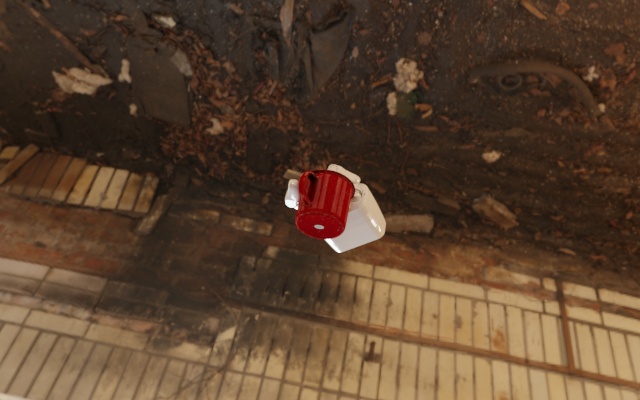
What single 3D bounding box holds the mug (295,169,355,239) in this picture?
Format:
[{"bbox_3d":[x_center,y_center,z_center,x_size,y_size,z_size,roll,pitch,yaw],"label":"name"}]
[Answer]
[{"bbox_3d":[-0.001,0.002,0.768,0.093,0.081,0.117,-10,-41,27],"label":"mug"}]
